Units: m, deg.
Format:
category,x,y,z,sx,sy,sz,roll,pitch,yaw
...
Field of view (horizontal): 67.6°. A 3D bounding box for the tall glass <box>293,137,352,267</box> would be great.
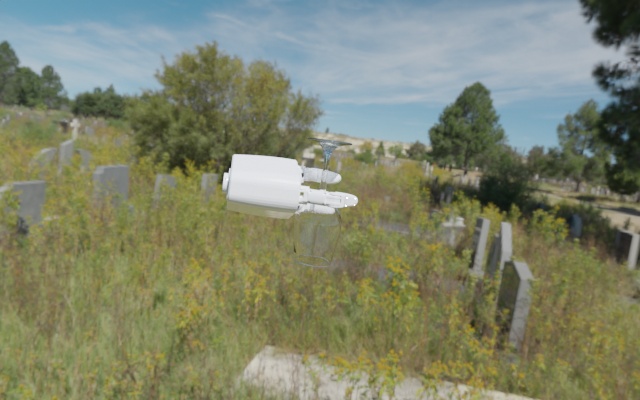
category,x,y,z,sx,sy,sz,roll,pitch,yaw
tall glass,0.000,0.002,0.773,0.079,0.201,0.079,8,6,-1
